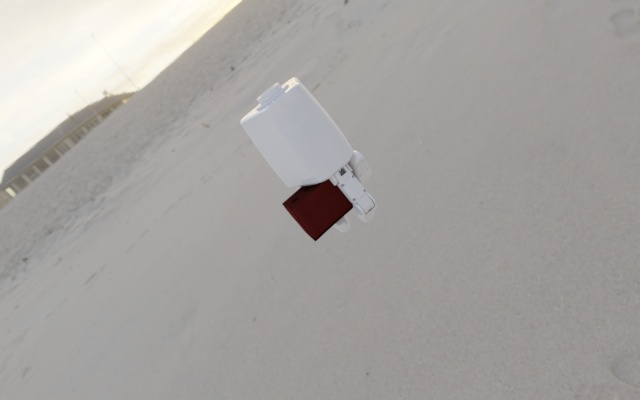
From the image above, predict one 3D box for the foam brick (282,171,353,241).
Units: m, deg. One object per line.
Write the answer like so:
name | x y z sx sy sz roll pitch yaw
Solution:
foam brick | 0.000 0.002 0.596 0.078 0.051 0.053 -42 19 -8
